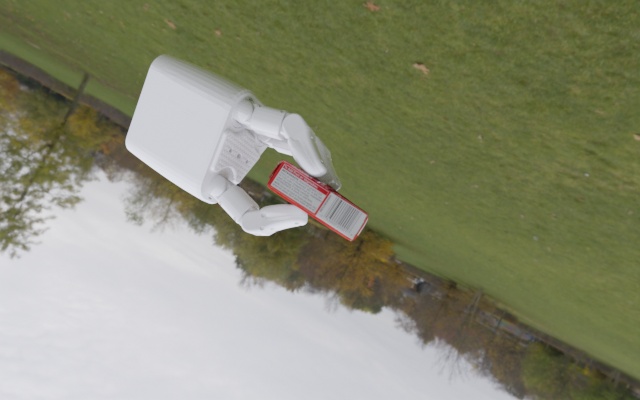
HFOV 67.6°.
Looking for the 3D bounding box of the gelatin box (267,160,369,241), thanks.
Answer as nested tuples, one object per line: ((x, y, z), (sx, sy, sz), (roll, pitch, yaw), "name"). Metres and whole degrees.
((0.000, 0.002, 0.430), (0.089, 0.030, 0.073), (33, -1, 7), "gelatin box")
